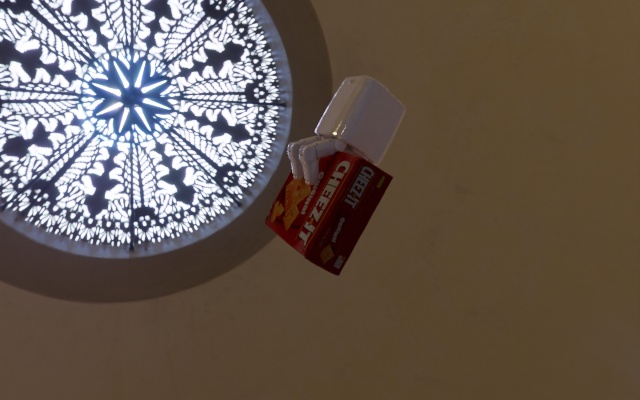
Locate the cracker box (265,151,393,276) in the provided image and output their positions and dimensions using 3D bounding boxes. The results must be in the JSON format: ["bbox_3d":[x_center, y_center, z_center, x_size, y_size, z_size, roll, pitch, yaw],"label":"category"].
[{"bbox_3d":[0.000,0.003,0.759,0.072,0.164,0.213,29,-1,-24],"label":"cracker box"}]
